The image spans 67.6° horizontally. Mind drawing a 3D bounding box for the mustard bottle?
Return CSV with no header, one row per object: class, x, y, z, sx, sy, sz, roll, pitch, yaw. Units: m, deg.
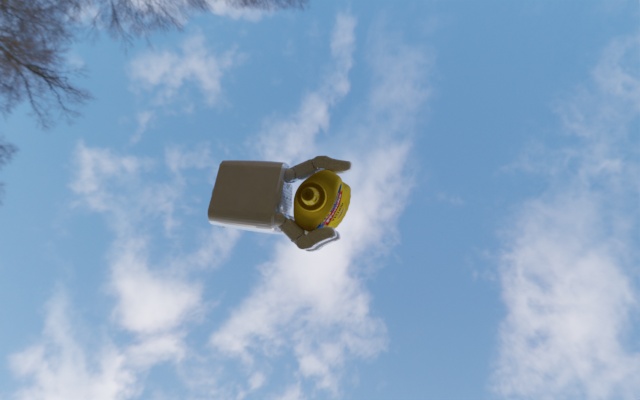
mustard bottle,0.000,0.003,0.725,0.058,0.096,0.191,31,0,13
